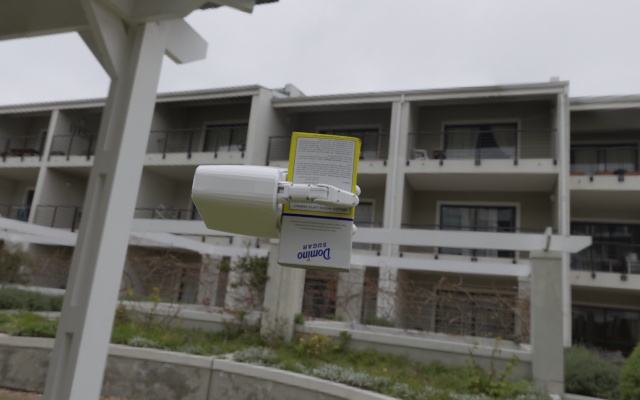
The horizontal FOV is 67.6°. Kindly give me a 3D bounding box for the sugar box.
[{"bbox_3d":[0.000,0.002,0.627,0.093,0.176,0.048,5,-12,4],"label":"sugar box"}]
